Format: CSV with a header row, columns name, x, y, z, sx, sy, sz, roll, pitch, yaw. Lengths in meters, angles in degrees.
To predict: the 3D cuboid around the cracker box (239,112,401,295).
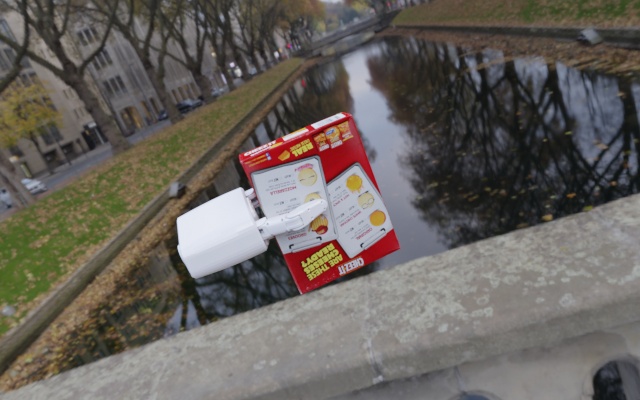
name,x,y,z,sx,sy,sz,roll,pitch,yaw
cracker box,0.000,0.002,0.690,0.164,0.214,0.072,-24,18,-4
